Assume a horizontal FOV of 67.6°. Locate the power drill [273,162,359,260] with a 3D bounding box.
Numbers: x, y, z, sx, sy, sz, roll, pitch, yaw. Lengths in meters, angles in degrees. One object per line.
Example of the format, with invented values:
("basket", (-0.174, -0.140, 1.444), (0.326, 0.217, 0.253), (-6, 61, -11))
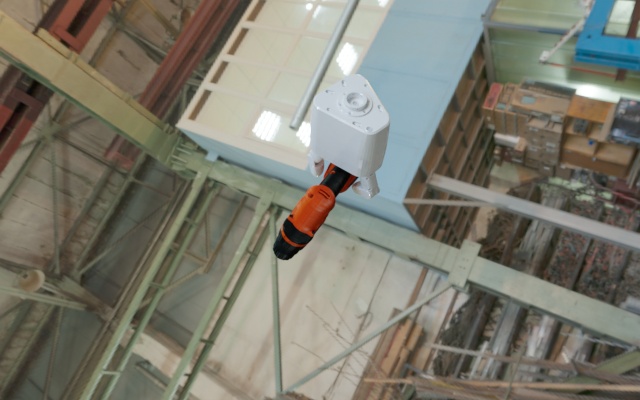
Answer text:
("power drill", (0.000, 0.002, 0.790), (0.187, 0.057, 0.184), (-54, 2, -42))
